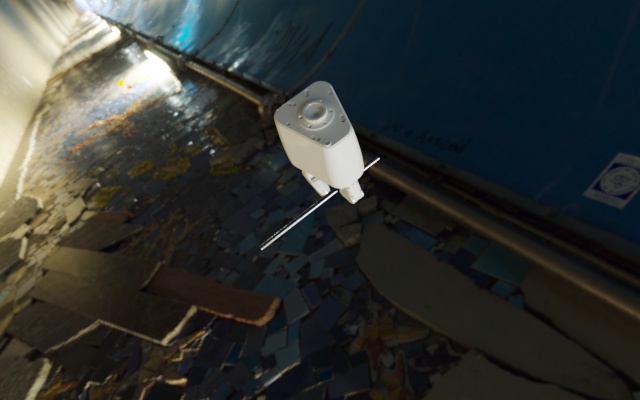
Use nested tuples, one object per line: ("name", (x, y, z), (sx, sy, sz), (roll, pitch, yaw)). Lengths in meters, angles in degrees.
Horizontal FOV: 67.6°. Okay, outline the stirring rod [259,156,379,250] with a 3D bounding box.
("stirring rod", (0.000, 0.003, 0.769), (0.239, 0.011, 0.011), (-38, 6, -8))
